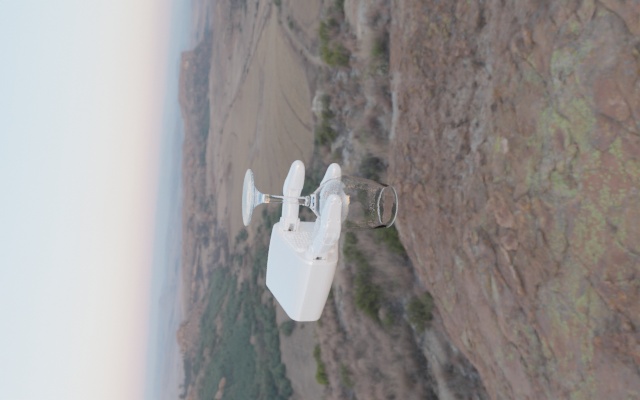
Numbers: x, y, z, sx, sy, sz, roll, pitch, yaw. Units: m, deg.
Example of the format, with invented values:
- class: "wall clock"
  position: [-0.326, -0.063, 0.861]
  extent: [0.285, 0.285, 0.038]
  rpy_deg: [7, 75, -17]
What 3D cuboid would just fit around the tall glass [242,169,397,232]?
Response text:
- class: "tall glass"
  position: [-0.001, 0.002, 0.644]
  extent: [0.201, 0.079, 0.079]
  rpy_deg: [3, -1, -18]
